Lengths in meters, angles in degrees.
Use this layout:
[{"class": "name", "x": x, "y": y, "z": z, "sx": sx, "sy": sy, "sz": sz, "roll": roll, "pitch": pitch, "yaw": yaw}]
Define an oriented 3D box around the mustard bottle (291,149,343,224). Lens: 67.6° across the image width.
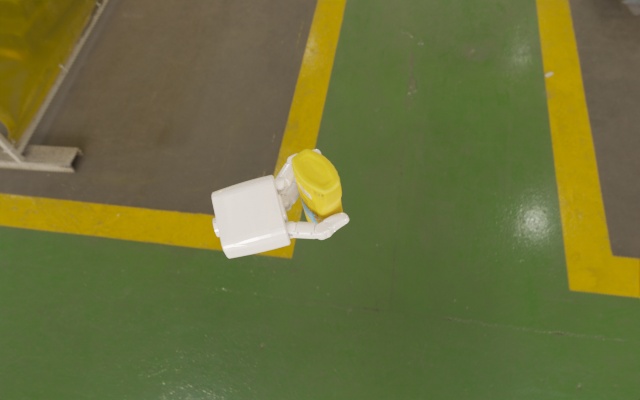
[{"class": "mustard bottle", "x": 0.000, "y": 0.002, "z": 0.819, "sx": 0.058, "sy": 0.096, "sz": 0.192, "roll": -36, "pitch": -29, "yaw": -16}]
